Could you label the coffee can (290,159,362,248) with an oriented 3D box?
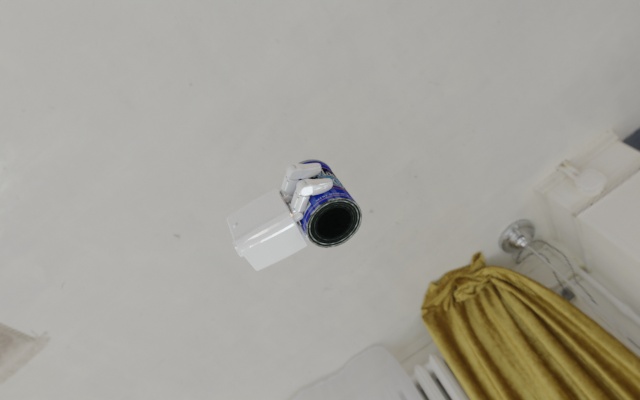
[{"bbox_3d":[0.000,0.003,0.861,0.103,0.103,0.140,0,32,-24],"label":"coffee can"}]
